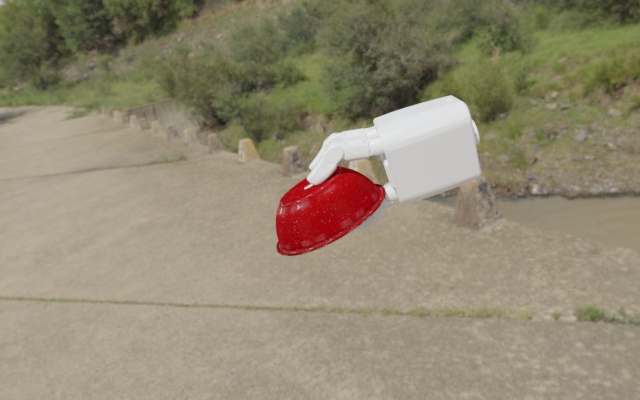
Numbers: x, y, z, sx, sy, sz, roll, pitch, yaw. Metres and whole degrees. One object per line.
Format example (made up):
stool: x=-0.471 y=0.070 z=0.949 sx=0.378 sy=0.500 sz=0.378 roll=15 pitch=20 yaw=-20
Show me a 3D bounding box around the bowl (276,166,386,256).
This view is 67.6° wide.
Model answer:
bowl: x=-0.001 y=0.002 z=0.614 sx=0.162 sy=0.055 sz=0.162 roll=-28 pitch=16 yaw=9
